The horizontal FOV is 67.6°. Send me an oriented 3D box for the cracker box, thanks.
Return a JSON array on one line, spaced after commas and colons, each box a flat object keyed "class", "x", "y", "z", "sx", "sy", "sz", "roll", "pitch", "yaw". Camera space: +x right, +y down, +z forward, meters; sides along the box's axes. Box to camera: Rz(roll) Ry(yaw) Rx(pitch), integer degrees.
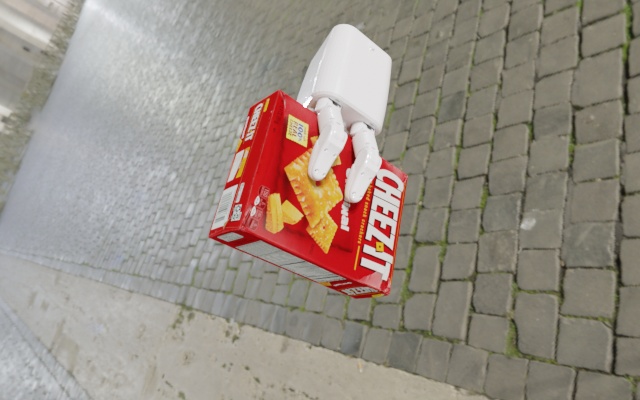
[{"class": "cracker box", "x": 0.000, "y": 0.002, "z": 0.548, "sx": 0.214, "sy": 0.164, "sz": 0.072, "roll": 28, "pitch": -27, "yaw": -31}]
